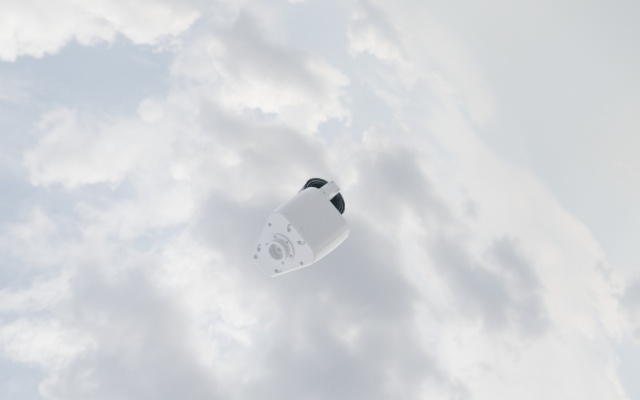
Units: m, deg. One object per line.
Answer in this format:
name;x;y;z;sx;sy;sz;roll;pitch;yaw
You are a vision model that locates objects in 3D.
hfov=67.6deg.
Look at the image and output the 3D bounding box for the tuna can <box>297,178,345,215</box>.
tuna can;0.000;0.003;0.848;0.086;0.086;0.034;0;-36;-43
